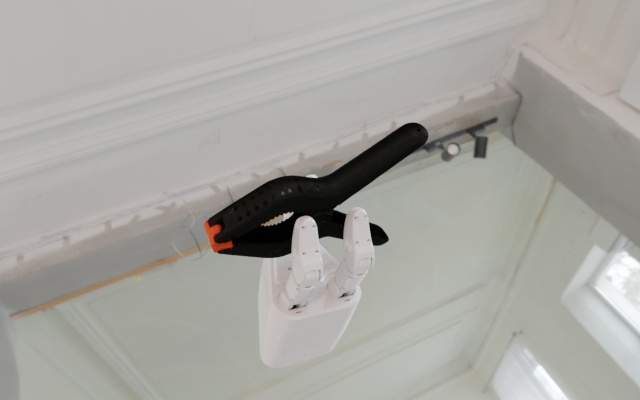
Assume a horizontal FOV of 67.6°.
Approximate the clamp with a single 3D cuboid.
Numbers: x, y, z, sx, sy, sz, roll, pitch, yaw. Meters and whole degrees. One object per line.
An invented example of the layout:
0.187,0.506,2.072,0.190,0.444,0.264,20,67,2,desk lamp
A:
-0.001,0.001,0.444,0.210,0.165,0.036,-9,48,-27,clamp
